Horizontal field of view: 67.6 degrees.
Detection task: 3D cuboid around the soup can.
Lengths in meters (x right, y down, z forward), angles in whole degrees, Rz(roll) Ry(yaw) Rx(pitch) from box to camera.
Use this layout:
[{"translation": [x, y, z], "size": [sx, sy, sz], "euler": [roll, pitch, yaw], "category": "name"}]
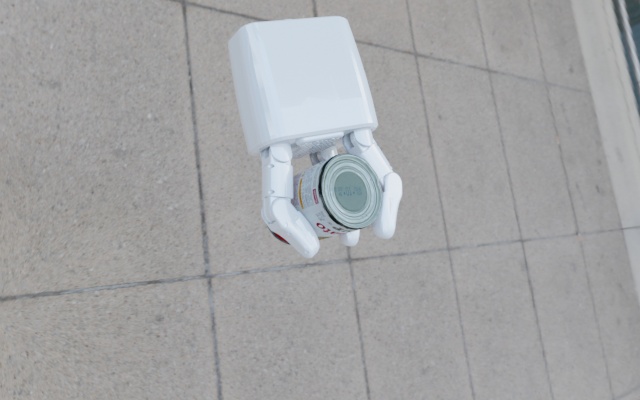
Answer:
[{"translation": [0.000, 0.002, 0.440], "size": [0.068, 0.068, 0.102], "euler": [0, -12, -34], "category": "soup can"}]
